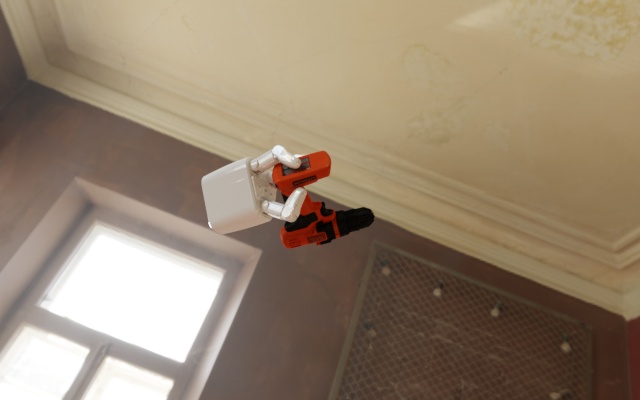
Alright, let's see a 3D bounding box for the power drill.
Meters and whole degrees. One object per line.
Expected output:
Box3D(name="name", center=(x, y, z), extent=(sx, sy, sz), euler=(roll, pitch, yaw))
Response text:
Box3D(name="power drill", center=(0.000, 0.003, 0.871), extent=(0.184, 0.188, 0.057), euler=(-16, 40, 0))
